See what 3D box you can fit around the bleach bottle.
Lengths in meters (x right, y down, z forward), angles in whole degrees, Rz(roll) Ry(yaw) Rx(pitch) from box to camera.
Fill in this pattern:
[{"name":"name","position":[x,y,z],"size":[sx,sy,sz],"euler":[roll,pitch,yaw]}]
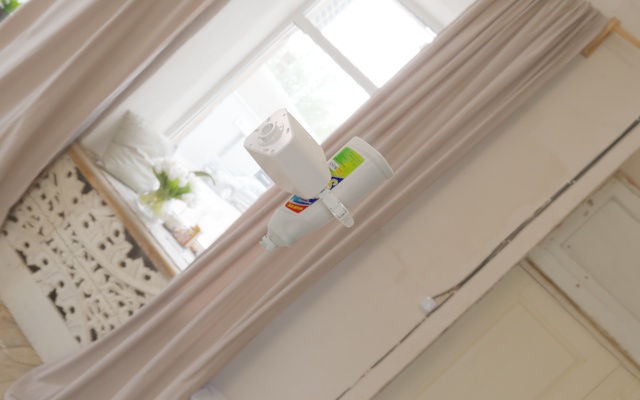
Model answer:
[{"name":"bleach bottle","position":[0.000,0.003,0.826],"size":[0.068,0.251,0.102],"euler":[48,-1,-40]}]
